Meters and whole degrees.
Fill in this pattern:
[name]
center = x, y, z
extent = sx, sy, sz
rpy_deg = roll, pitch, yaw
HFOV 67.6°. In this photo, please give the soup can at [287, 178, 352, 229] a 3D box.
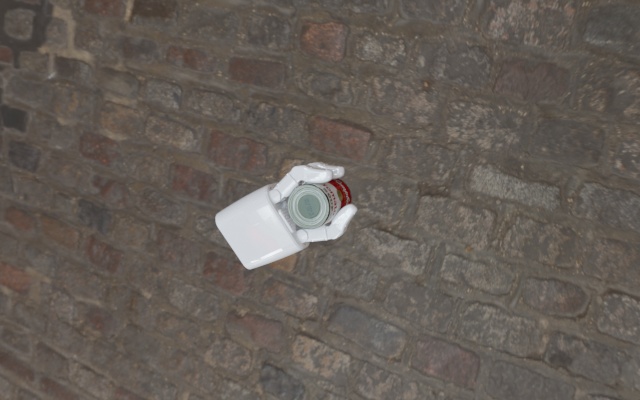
[soup can]
center = 0.000, 0.002, 0.724
extent = 0.068, 0.068, 0.102
rpy_deg = 0, 8, 22
